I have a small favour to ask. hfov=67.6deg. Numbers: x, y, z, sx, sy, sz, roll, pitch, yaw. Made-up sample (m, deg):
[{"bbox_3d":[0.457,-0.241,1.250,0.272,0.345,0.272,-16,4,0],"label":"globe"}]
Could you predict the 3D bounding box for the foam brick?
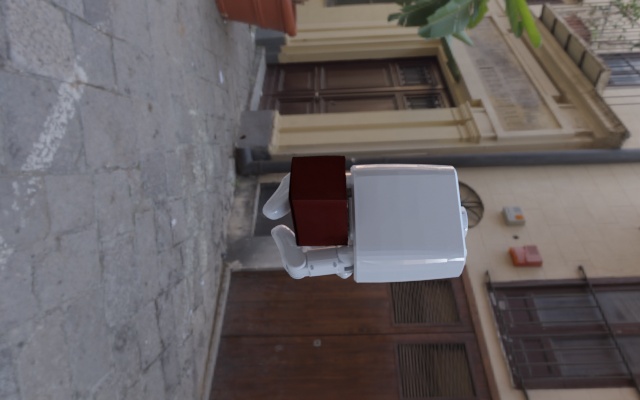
[{"bbox_3d":[0.000,0.001,0.454,0.051,0.053,0.078,-1,-37,3],"label":"foam brick"}]
